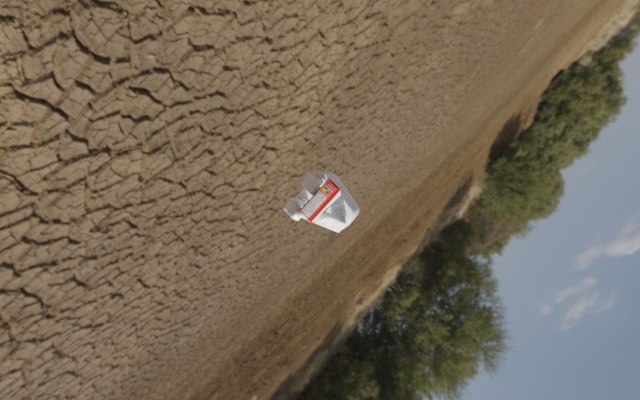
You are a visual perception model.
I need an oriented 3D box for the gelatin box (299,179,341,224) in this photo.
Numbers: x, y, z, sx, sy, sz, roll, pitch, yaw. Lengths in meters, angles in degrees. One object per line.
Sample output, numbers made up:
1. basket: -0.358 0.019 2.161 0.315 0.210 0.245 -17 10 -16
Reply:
1. gelatin box: 0.000 0.003 0.808 0.030 0.073 0.089 43 -1 5
